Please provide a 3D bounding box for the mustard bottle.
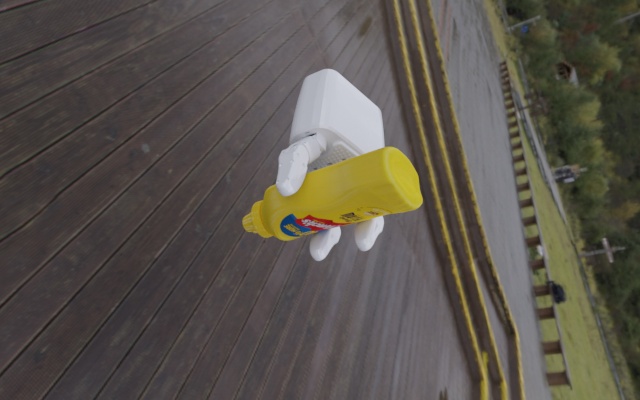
[{"bbox_3d":[0.000,0.002,0.493,0.191,0.058,0.096,-16,-19,26],"label":"mustard bottle"}]
